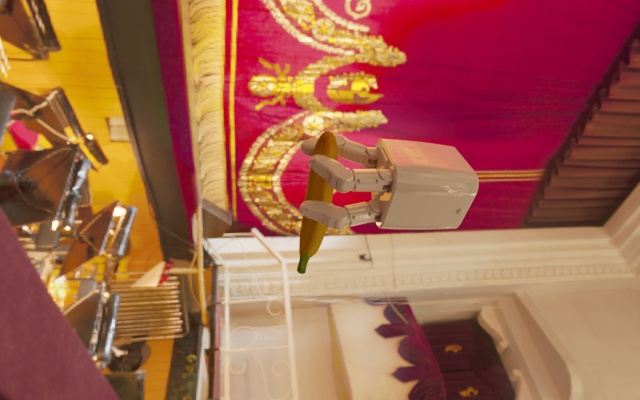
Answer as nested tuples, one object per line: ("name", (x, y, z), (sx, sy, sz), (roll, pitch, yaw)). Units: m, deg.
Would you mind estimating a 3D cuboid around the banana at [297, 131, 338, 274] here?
("banana", (-0.001, -0.002, 0.633), (0.037, 0.198, 0.069), (7, 22, -6))
